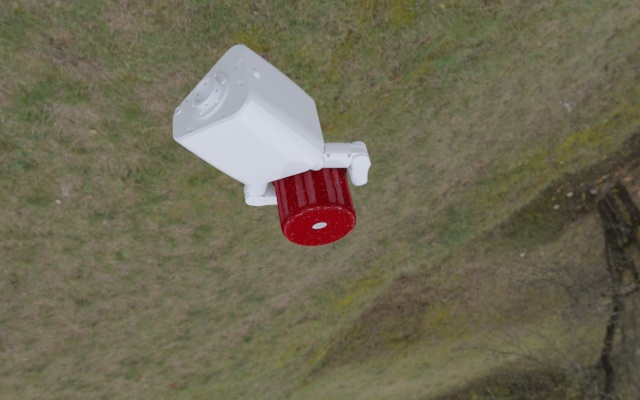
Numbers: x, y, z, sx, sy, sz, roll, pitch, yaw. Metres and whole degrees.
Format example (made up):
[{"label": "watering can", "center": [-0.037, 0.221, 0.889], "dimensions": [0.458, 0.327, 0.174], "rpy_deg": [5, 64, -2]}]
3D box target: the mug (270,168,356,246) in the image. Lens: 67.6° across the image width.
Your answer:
[{"label": "mug", "center": [0.001, 0.002, 0.541], "dimensions": [0.093, 0.081, 0.117], "rpy_deg": [-32, -40, 27]}]
